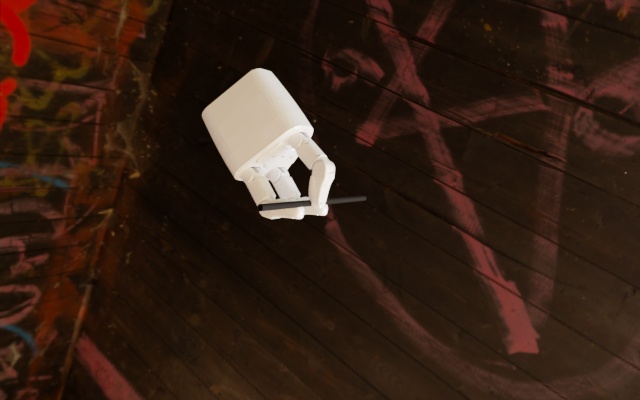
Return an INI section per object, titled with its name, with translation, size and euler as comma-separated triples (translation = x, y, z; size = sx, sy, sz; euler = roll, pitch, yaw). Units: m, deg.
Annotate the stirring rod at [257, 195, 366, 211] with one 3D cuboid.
[stirring rod]
translation = 0.000, 0.002, 0.611
size = 0.011, 0.011, 0.239
euler = 0, 3, 33
